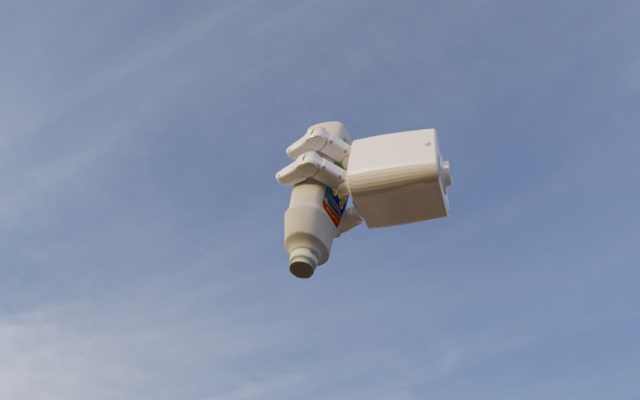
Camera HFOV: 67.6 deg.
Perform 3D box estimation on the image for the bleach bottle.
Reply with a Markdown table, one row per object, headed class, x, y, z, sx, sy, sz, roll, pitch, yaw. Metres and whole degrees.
| class | x | y | z | sx | sy | sz | roll | pitch | yaw |
| --- | --- | --- | --- | --- | --- | --- | --- | --- | --- |
| bleach bottle | 0.000 | 0.002 | 0.618 | 0.068 | 0.103 | 0.250 | -8 | 38 | 17 |
